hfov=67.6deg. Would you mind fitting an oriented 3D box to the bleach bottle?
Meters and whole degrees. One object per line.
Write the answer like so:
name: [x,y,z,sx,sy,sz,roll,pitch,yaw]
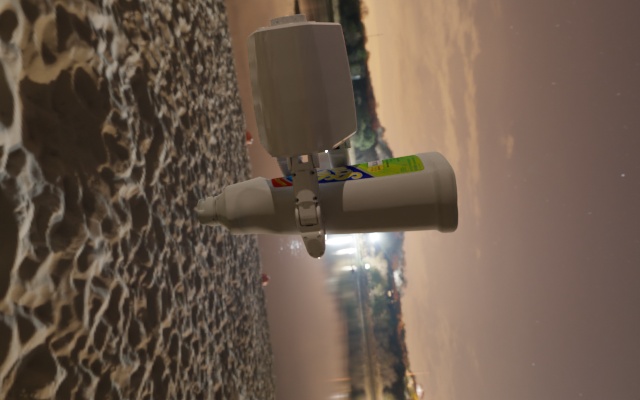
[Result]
bleach bottle: [0.000,0.002,0.477,0.251,0.068,0.102,-6,18,5]
